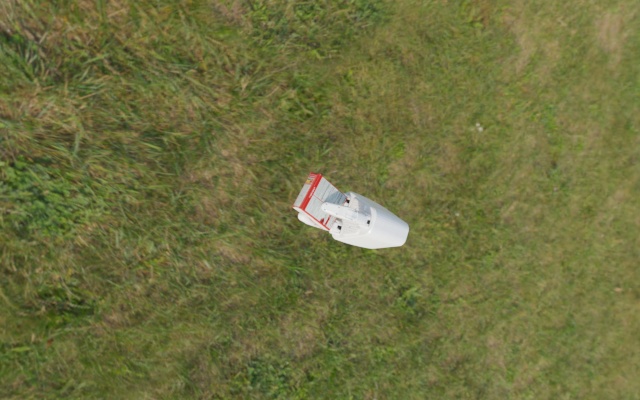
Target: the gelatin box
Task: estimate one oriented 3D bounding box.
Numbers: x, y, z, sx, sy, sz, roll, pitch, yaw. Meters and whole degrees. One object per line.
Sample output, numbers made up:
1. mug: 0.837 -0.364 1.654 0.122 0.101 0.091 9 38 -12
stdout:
1. gelatin box: 0.000 0.003 0.866 0.030 0.073 0.089 15 -18 47
